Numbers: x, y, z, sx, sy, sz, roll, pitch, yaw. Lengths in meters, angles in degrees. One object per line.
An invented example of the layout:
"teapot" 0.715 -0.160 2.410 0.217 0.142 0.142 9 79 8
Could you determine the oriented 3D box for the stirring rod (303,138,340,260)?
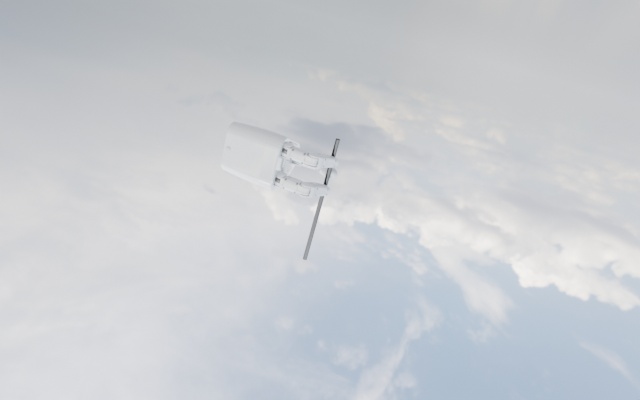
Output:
"stirring rod" 0.000 0.003 0.867 0.011 0.240 0.011 14 21 -5
